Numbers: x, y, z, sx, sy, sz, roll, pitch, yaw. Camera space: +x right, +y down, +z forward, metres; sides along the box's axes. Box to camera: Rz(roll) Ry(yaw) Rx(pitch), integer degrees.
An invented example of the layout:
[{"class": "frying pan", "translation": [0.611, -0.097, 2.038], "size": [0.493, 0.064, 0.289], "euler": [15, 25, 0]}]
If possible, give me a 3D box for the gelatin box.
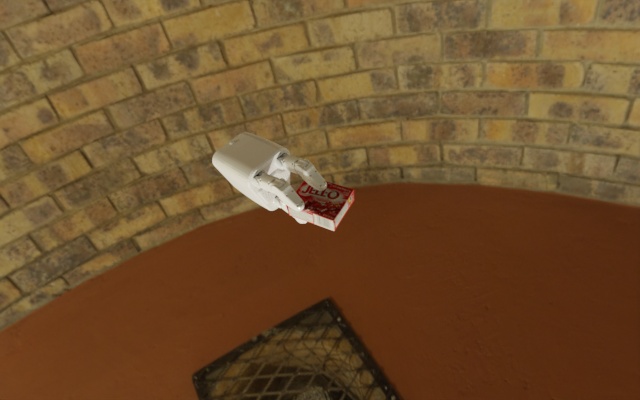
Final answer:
[{"class": "gelatin box", "translation": [0.000, 0.003, 0.776], "size": [0.089, 0.030, 0.073], "euler": [19, 52, 23]}]
